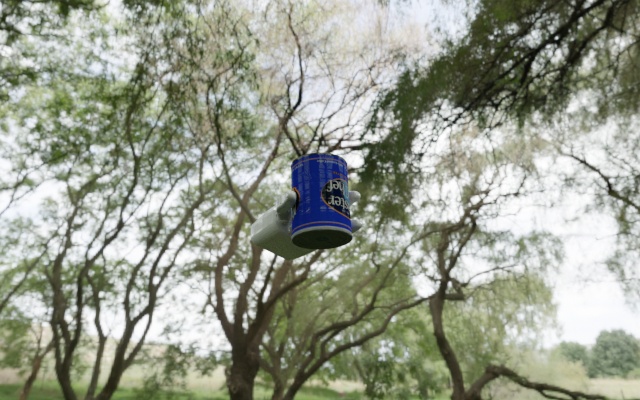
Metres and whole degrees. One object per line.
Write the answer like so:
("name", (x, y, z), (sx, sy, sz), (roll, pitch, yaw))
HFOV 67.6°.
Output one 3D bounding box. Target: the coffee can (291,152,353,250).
("coffee can", (0.000, 0.003, 0.825), (0.103, 0.140, 0.103), (-2, -23, -1))
